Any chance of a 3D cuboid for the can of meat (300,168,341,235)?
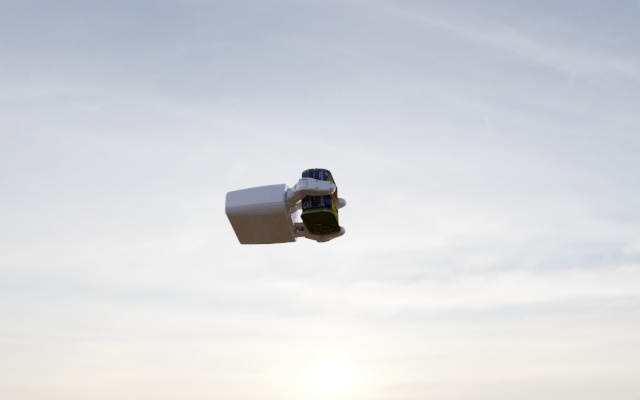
[{"bbox_3d":[0.000,0.002,0.824,0.057,0.084,0.102,-7,-26,10],"label":"can of meat"}]
